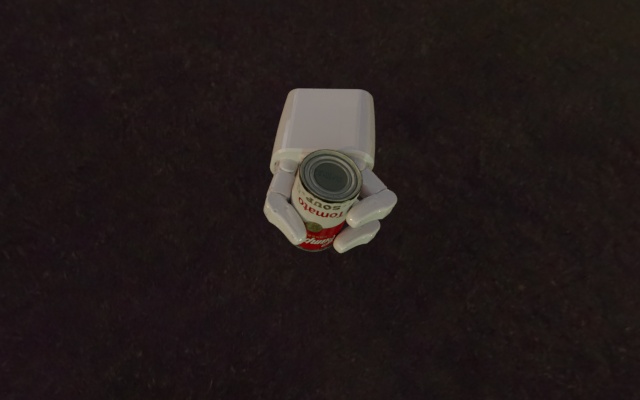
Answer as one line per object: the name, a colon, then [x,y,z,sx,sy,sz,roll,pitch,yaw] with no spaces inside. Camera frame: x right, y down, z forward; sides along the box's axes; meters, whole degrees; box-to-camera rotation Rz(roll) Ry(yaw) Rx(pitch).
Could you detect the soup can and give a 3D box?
soup can: [0.000,0.002,0.516,0.068,0.068,0.102,0,-33,-16]
